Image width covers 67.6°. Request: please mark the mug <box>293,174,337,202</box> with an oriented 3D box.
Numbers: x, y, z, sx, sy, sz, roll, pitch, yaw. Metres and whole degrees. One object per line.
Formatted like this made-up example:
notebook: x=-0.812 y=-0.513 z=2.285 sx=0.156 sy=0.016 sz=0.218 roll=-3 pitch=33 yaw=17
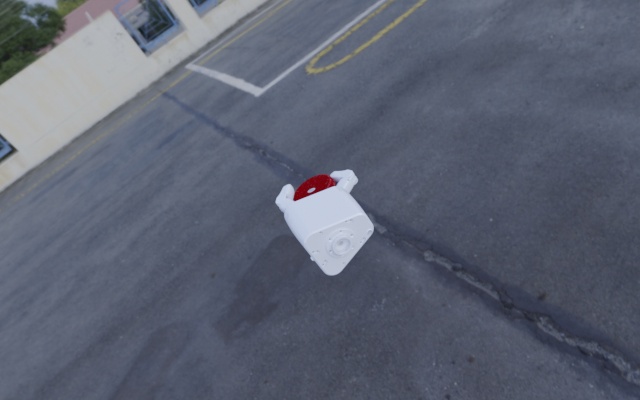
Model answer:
mug: x=0.000 y=0.002 z=0.870 sx=0.093 sy=0.081 sz=0.117 roll=-36 pitch=30 yaw=-3
